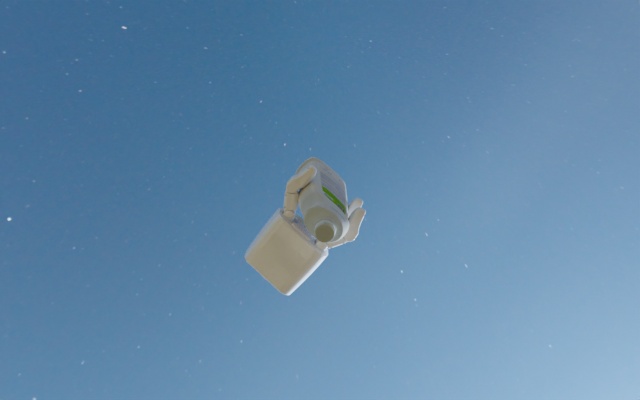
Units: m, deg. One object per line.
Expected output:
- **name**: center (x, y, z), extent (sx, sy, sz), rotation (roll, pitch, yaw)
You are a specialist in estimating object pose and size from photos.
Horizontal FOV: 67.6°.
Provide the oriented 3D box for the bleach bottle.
- **bleach bottle**: center (0.000, 0.003, 0.810), extent (0.102, 0.068, 0.250), rotation (38, 15, -12)
